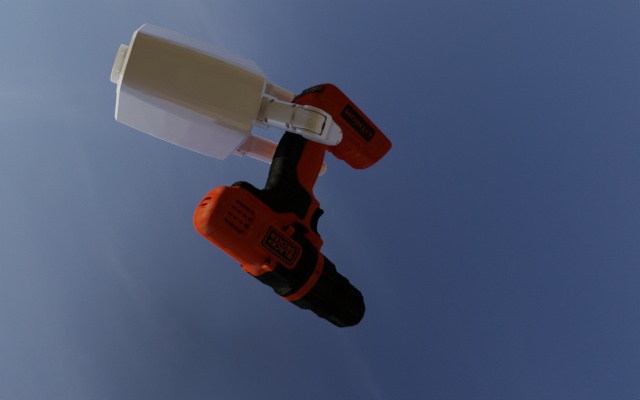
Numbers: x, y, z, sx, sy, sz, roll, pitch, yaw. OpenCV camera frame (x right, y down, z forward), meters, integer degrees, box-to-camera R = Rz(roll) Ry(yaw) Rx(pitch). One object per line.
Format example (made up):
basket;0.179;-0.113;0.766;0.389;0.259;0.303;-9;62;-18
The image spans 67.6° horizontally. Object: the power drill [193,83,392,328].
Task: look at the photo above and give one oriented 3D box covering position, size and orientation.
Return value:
power drill;0.000;0.001;0.441;0.184;0.187;0.057;41;-31;-26
